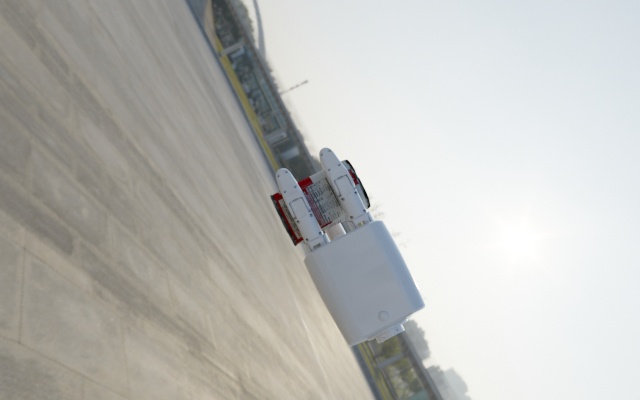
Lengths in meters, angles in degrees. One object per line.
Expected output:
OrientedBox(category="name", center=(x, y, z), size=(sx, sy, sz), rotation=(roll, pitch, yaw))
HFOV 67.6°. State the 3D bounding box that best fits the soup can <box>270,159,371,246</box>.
OrientedBox(category="soup can", center=(0.000, 0.001, 0.570), size=(0.102, 0.068, 0.068), rotation=(-27, 1, -3))
